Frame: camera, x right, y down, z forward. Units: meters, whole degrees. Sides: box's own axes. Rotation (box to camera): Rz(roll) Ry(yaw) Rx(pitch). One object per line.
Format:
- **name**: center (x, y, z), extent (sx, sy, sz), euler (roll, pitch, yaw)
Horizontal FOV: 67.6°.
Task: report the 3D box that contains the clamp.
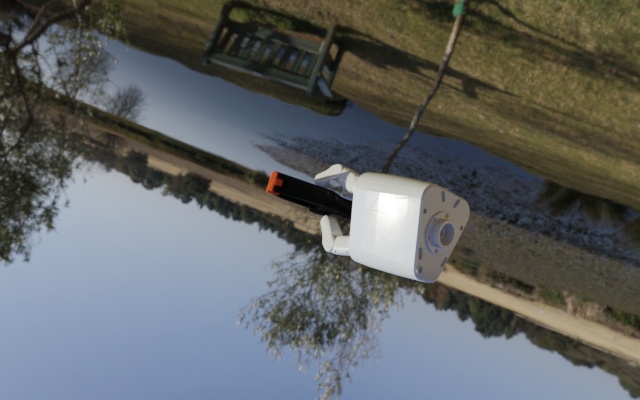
- **clamp**: center (0.000, 0.003, 0.685), extent (0.210, 0.036, 0.164), euler (20, -8, -38)
